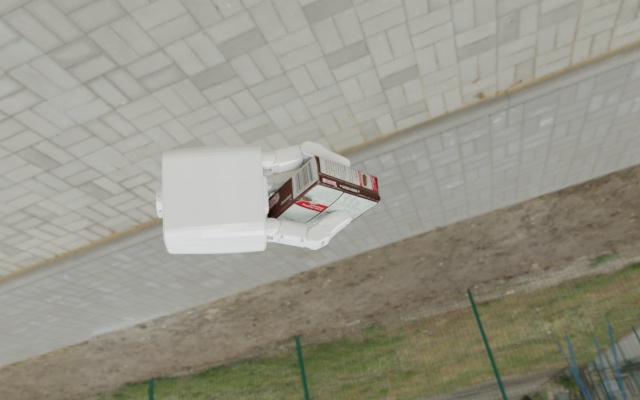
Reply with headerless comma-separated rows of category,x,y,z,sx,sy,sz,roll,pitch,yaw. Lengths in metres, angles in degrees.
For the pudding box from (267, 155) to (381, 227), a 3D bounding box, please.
pudding box,0.000,0.002,0.559,0.090,0.039,0.113,16,-35,-32
